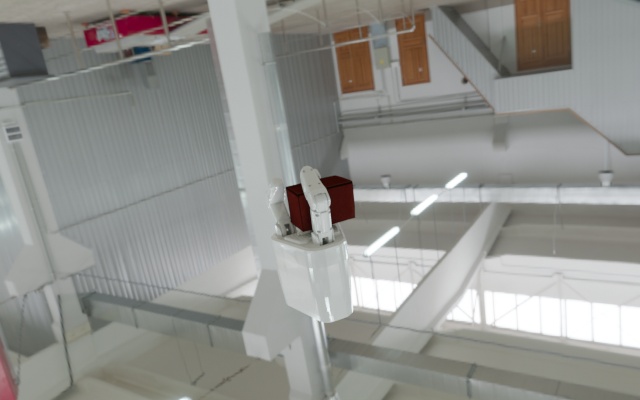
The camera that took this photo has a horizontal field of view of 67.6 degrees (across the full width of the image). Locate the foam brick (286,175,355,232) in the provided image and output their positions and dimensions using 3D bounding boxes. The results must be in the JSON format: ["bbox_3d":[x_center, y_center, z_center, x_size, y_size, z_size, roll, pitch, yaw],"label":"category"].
[{"bbox_3d":[0.000,0.002,0.634,0.078,0.051,0.053,-14,17,-19],"label":"foam brick"}]
